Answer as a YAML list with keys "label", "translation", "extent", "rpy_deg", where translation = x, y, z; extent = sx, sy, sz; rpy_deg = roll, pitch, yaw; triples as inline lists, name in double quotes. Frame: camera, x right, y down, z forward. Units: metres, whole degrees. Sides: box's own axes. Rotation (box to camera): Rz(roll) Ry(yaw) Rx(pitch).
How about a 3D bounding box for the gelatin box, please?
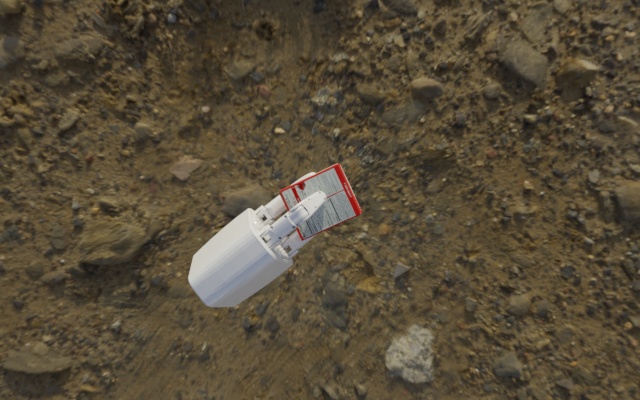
- label: "gelatin box"
  translation: [0.000, 0.002, 0.632]
  extent: [0.089, 0.073, 0.030]
  rpy_deg: [-25, 1, 6]
